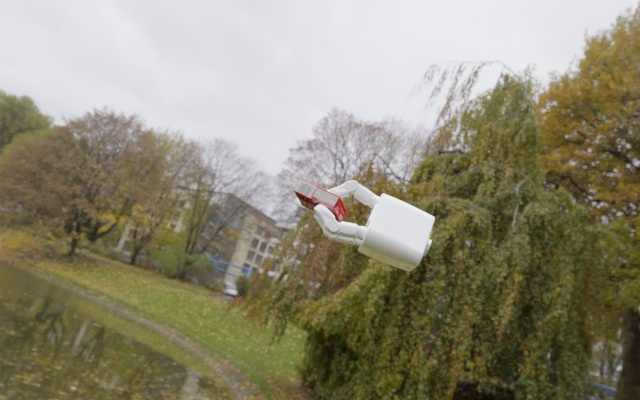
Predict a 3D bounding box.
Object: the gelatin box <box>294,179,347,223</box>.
[{"bbox_3d":[0.000,0.002,0.889,0.089,0.030,0.073,25,-15,20],"label":"gelatin box"}]
